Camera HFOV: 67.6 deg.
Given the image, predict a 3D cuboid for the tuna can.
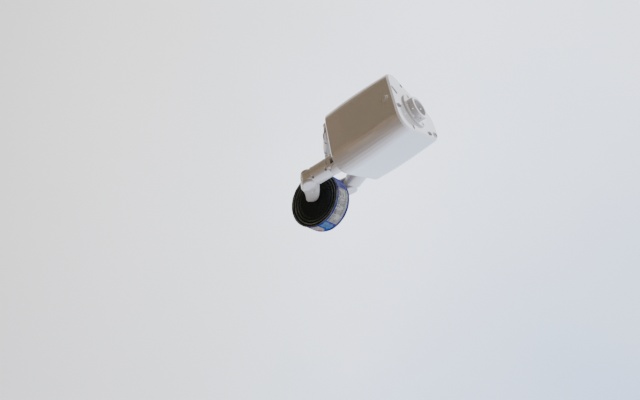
[{"bbox_3d":[0.000,0.003,0.705,0.086,0.086,0.034,0,-17,42],"label":"tuna can"}]
